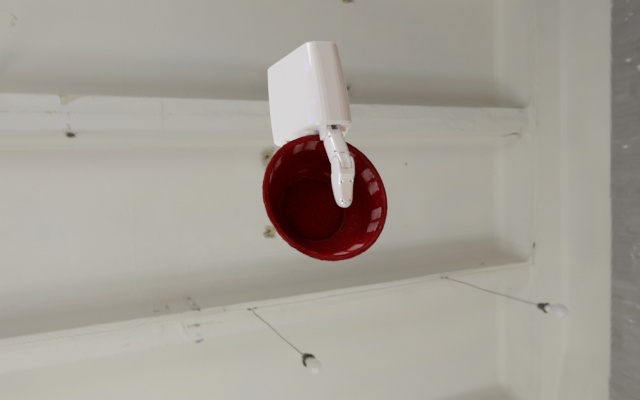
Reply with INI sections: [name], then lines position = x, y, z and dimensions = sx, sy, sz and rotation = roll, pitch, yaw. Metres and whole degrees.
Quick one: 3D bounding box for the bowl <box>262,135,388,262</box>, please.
[bowl]
position = 0.000, 0.003, 0.595
dimensions = 0.162, 0.162, 0.055
rotation = 0, -19, -22
